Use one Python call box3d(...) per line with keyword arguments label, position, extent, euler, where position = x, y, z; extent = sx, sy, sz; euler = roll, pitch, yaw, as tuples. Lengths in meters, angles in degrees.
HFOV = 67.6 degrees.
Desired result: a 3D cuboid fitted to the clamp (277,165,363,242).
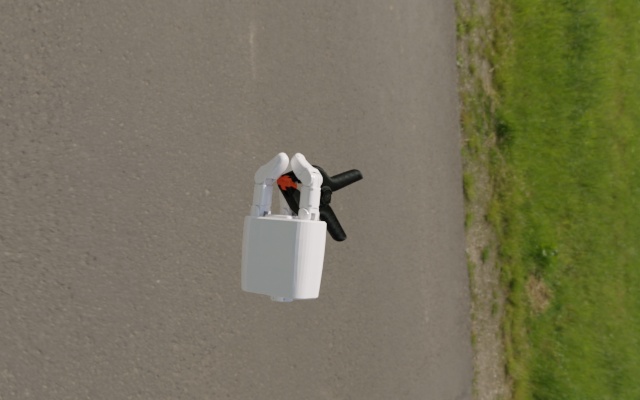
box3d(label="clamp", position=(0.000, 0.002, 0.730), extent=(0.039, 0.120, 0.171), euler=(4, -2, 45))
